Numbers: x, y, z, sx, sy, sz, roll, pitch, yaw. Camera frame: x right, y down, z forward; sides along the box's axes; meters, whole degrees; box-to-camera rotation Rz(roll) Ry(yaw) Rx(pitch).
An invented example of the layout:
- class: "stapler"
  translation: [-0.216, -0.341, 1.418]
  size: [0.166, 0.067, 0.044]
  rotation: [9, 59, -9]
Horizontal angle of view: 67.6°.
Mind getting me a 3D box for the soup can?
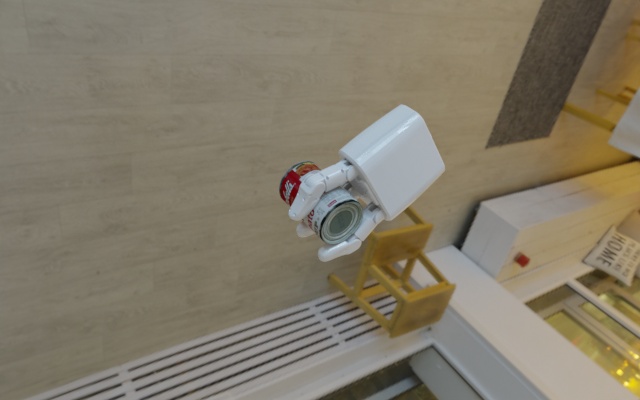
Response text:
- class: "soup can"
  translation: [0.000, 0.002, 0.625]
  size: [0.068, 0.068, 0.102]
  rotation: [0, 32, -41]
